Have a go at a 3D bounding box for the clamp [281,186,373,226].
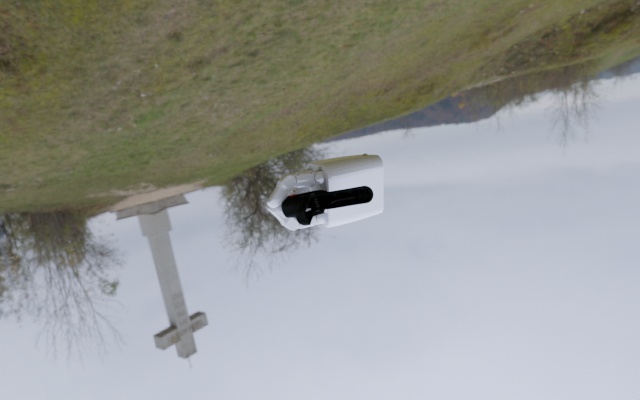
[{"bbox_3d":[0.000,0.003,0.718,0.120,0.039,0.171,-12,10,-18],"label":"clamp"}]
